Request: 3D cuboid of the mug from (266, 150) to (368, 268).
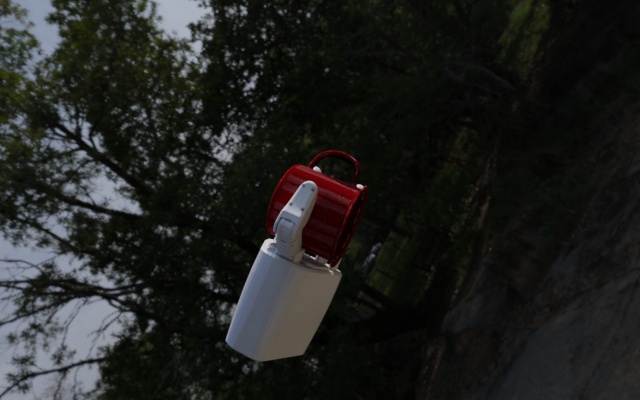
[{"bbox_3d":[0.000,0.000,0.508,0.081,0.117,0.093,23,-1,12],"label":"mug"}]
